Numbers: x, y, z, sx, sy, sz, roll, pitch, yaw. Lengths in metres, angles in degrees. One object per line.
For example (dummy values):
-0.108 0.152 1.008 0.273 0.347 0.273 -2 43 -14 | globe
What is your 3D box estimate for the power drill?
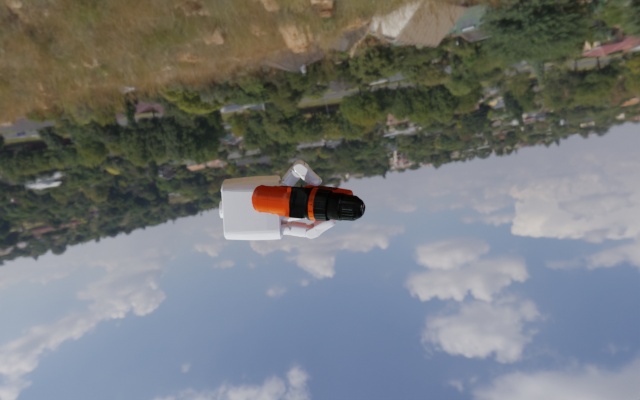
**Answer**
0.000 0.003 0.812 0.184 0.057 0.187 8 1 17 | power drill
